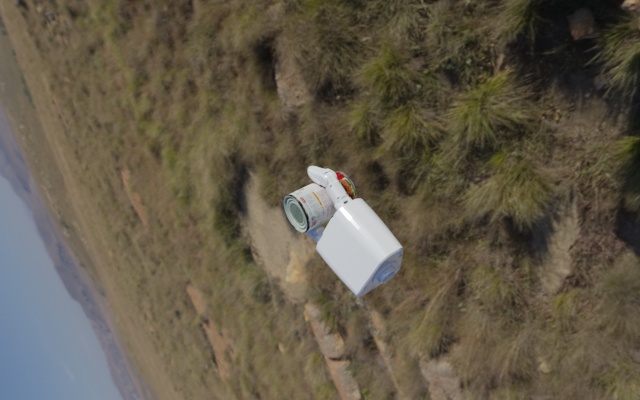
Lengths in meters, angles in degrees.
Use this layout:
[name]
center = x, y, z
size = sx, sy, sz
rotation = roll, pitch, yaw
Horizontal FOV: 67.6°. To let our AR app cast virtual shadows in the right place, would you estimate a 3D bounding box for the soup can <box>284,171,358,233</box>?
[soup can]
center = 0.000, 0.002, 0.779
size = 0.102, 0.068, 0.068
rotation = -27, 13, -28
